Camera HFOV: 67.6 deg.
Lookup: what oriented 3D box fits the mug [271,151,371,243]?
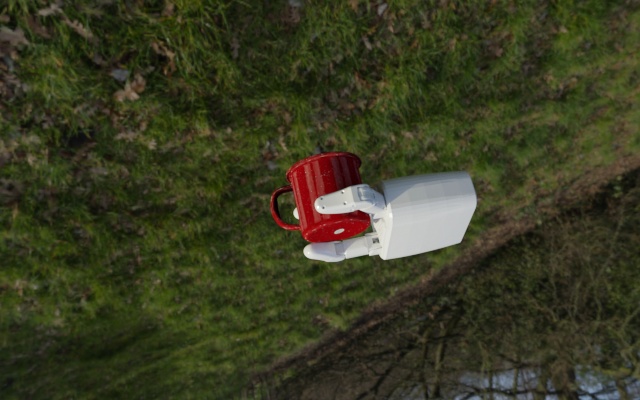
[{"bbox_3d":[-0.001,0.002,0.561,0.117,0.081,0.093,-10,-20,-5],"label":"mug"}]
